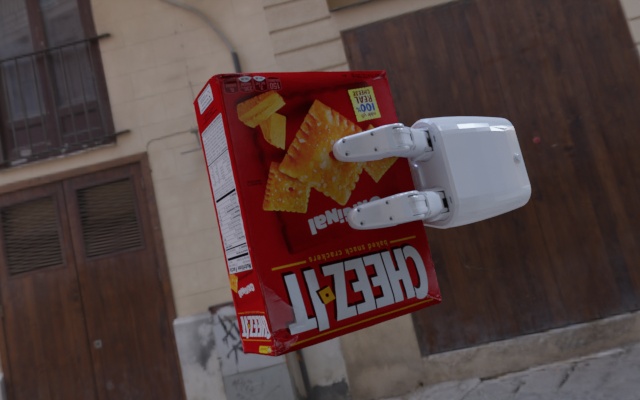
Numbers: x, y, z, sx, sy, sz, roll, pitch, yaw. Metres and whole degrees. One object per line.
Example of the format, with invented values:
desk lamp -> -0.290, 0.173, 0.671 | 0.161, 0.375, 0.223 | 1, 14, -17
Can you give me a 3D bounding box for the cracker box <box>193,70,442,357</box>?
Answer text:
cracker box -> 0.000, 0.001, 0.402 | 0.164, 0.213, 0.072 | -9, -8, -30
